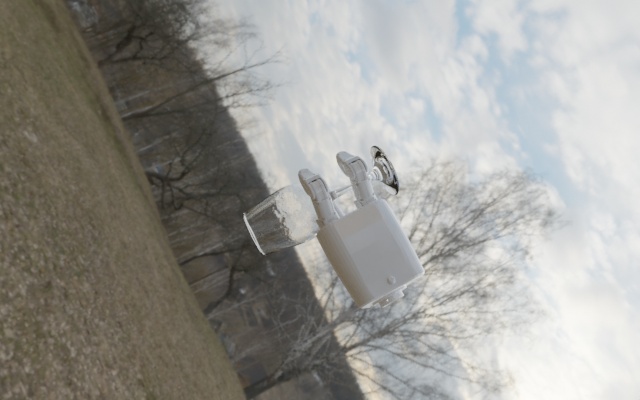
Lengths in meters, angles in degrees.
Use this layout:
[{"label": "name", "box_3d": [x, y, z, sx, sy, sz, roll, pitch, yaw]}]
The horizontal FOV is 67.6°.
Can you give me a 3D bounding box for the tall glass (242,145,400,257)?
[{"label": "tall glass", "box_3d": [0.001, 0.002, 0.632, 0.201, 0.079, 0.079, -26, 5, -11]}]
